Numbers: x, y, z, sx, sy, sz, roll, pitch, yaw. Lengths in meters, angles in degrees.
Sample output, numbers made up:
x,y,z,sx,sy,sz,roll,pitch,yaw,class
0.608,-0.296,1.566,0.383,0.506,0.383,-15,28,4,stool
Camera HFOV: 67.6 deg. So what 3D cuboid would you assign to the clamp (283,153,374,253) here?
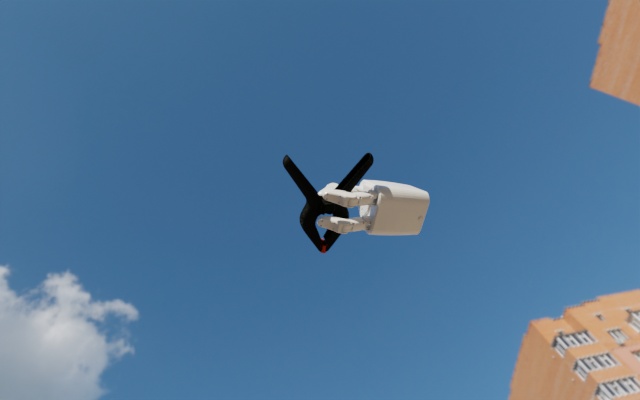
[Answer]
x,y,z,sx,sy,sz,roll,pitch,yaw,class
0.000,0.003,0.888,0.164,0.210,0.036,4,27,-15,clamp
